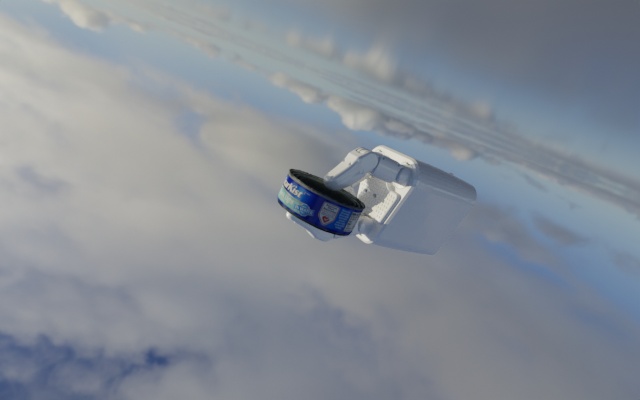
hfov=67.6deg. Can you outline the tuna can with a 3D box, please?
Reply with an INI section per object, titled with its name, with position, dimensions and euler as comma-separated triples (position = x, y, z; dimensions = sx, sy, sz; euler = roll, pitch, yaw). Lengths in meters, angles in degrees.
[tuna can]
position = 0.000, 0.002, 0.485
dimensions = 0.086, 0.034, 0.086
euler = 25, 11, -5
